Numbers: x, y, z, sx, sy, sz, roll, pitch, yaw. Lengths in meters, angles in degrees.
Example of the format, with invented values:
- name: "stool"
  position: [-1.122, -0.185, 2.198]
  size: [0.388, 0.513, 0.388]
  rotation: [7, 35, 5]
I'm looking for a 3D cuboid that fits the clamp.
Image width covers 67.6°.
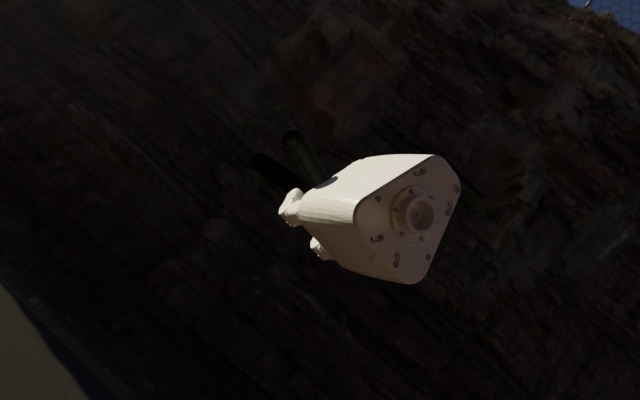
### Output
- name: "clamp"
  position: [0.001, 0.002, 0.588]
  size: [0.210, 0.036, 0.164]
  rotation: [47, -17, -19]
